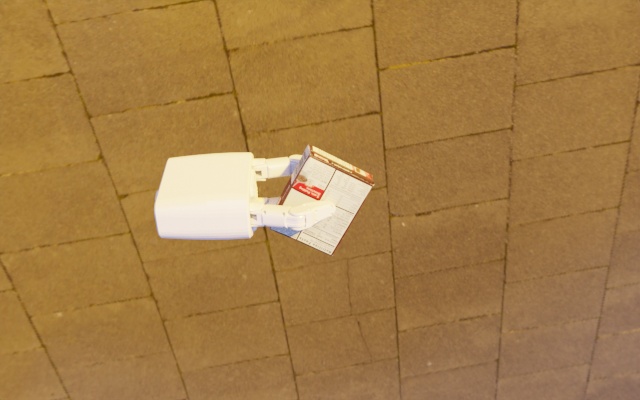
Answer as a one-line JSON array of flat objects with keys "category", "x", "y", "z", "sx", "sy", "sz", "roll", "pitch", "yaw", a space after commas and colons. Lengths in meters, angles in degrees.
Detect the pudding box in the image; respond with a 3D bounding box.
[{"category": "pudding box", "x": 0.000, "y": 0.002, "z": 0.585, "sx": 0.090, "sy": 0.113, "sz": 0.039, "roll": 25, "pitch": 23, "yaw": -13}]
